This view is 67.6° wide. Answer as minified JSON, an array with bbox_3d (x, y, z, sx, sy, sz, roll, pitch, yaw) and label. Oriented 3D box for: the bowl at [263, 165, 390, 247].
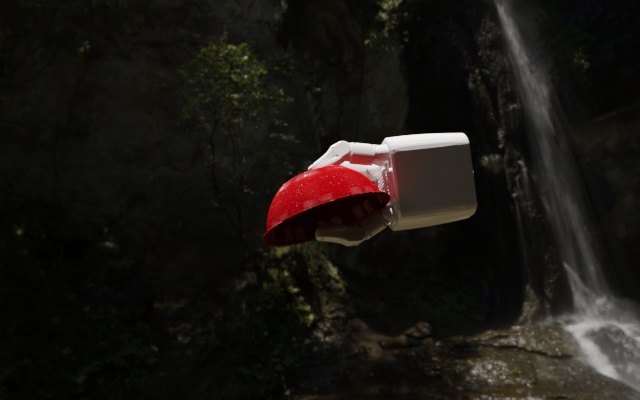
[{"bbox_3d":[-0.001,0.002,0.581,0.162,0.055,0.162,-18,-16,-5],"label":"bowl"}]
